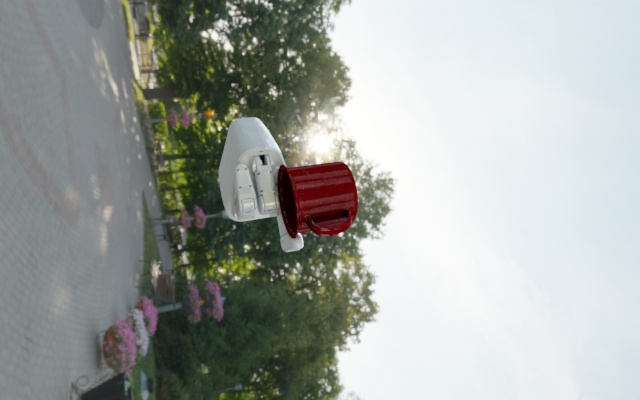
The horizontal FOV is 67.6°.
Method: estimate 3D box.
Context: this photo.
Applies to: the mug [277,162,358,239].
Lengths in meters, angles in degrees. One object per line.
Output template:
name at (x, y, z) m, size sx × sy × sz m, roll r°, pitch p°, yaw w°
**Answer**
mug at (0.001, 0.003, 0.592) m, size 0.081 × 0.093 × 0.117 m, roll -9°, pitch 36°, yaw -16°
